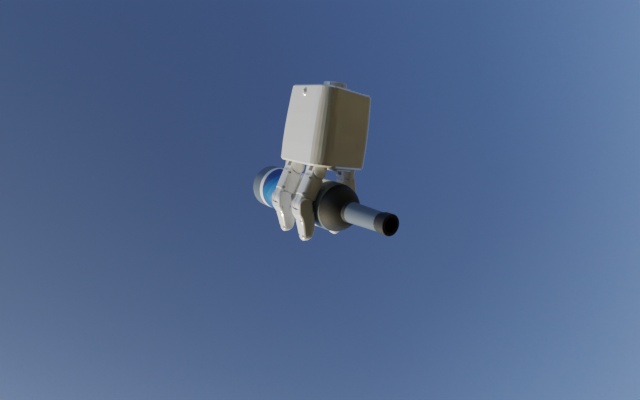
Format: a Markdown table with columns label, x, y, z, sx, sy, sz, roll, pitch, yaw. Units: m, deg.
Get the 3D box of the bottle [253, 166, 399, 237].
| label | x | y | z | sx | sy | sz | roll | pitch | yaw |
| --- | --- | --- | --- | --- | --- | --- | --- | --- | --- |
| bottle | 0.000 | 0.002 | 0.680 | 0.069 | 0.069 | 0.295 | 0 | 11 | -35 |
